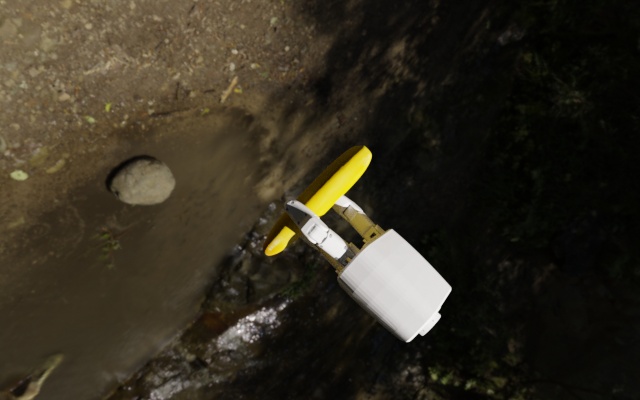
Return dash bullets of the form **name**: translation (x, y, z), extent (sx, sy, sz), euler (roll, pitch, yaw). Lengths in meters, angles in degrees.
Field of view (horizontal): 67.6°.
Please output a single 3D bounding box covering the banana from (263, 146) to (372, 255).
- **banana**: translation (0.004, -0.006, 0.591), extent (0.037, 0.197, 0.070), euler (43, -16, 9)
